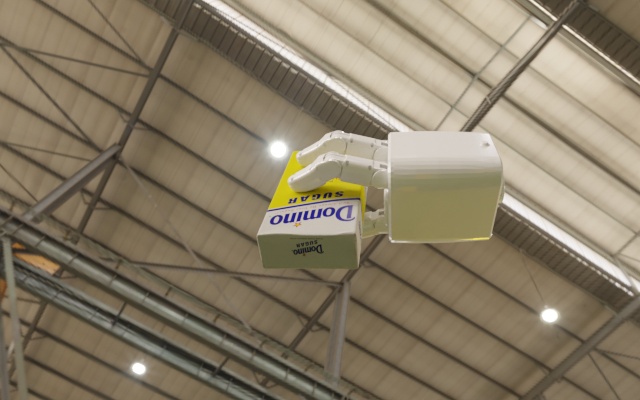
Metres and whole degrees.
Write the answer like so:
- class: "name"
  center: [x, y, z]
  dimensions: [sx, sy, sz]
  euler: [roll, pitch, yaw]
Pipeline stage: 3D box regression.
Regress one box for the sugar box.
- class: "sugar box"
  center: [0.000, 0.001, 0.503]
  dimensions: [0.093, 0.048, 0.176]
  euler: [-1, 29, 9]
